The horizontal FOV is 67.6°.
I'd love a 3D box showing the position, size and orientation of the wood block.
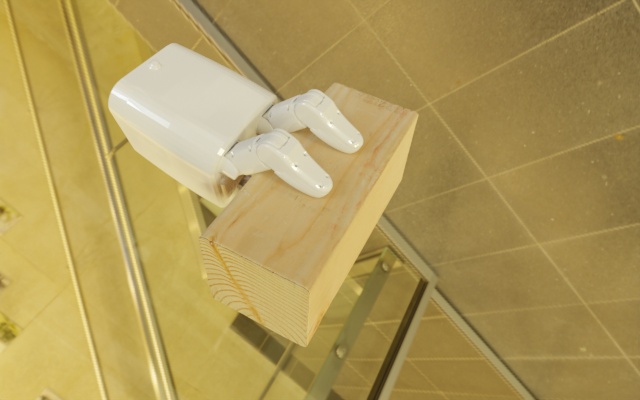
[{"bbox_3d":[0.000,0.001,0.408,0.090,0.206,0.091,24,-38,15],"label":"wood block"}]
